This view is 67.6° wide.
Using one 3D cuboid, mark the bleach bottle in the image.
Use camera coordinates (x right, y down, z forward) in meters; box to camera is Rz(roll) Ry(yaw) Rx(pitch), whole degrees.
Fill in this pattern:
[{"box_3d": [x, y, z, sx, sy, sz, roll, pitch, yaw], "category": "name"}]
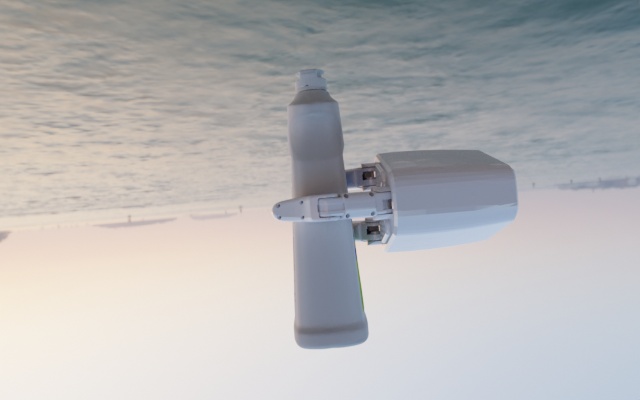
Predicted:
[{"box_3d": [0.000, 0.002, 0.452, 0.068, 0.251, 0.102, -5, 0, -1], "category": "bleach bottle"}]
